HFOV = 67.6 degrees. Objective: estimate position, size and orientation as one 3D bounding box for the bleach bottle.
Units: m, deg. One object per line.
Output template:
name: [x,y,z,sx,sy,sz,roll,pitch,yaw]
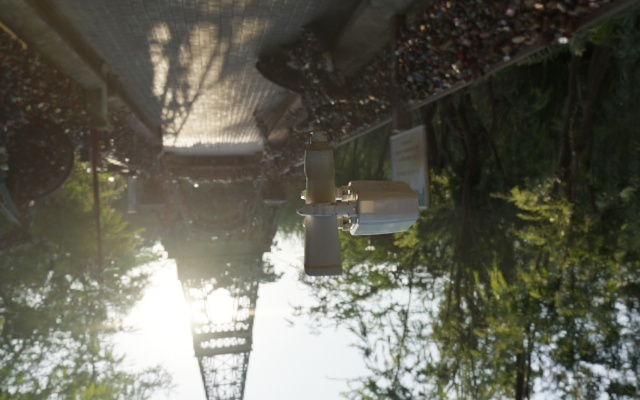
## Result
bleach bottle: [0.000,0.003,0.849,0.068,0.251,0.102,-2,0,-5]
